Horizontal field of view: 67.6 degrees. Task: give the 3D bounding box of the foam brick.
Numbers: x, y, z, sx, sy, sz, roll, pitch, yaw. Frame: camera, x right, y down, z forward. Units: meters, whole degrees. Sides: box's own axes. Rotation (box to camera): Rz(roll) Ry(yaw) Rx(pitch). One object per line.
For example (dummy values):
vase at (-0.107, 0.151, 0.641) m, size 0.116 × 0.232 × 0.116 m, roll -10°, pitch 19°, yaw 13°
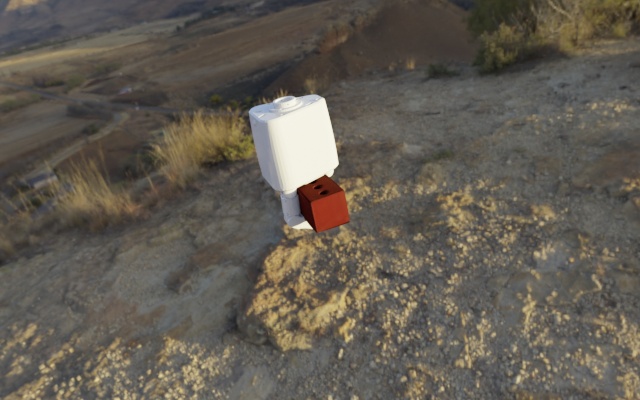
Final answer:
foam brick at (0.000, 0.002, 0.688) m, size 0.053 × 0.051 × 0.078 m, roll -18°, pitch 28°, yaw -16°
